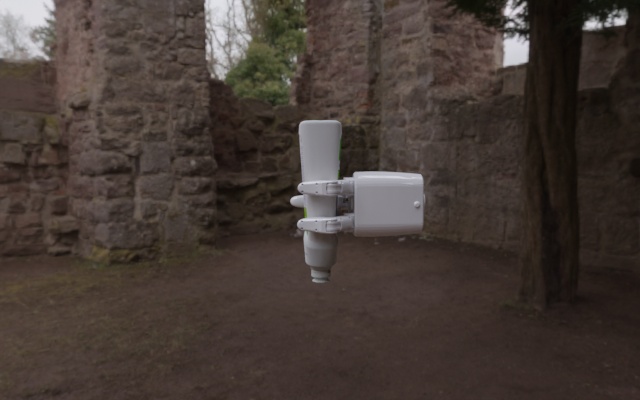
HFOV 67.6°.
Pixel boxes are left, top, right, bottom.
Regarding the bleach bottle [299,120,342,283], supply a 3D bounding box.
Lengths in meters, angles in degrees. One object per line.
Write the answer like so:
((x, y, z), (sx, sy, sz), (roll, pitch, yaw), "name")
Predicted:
((0.000, 0.002, 0.761), (0.068, 0.251, 0.102), (0, 5, -1), "bleach bottle")
